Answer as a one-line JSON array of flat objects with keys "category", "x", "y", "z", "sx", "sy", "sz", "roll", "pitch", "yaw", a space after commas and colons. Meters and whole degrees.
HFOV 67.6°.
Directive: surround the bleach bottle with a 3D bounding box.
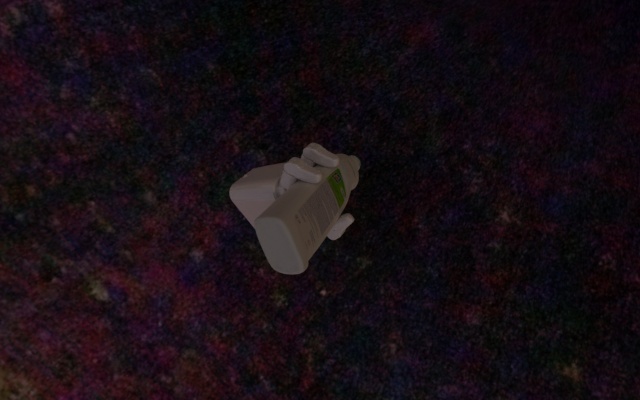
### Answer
[{"category": "bleach bottle", "x": 0.000, "y": 0.002, "z": 0.759, "sx": 0.068, "sy": 0.103, "sz": 0.250, "roll": -3, "pitch": 28, "yaw": 36}]
